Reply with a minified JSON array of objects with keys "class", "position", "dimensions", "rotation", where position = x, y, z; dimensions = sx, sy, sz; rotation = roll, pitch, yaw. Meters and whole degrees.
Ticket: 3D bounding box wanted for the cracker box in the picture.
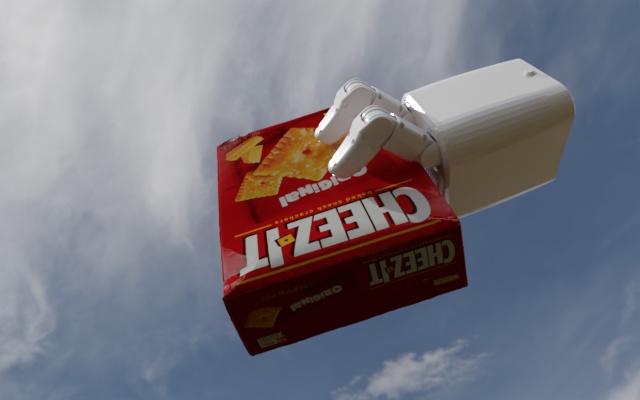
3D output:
[{"class":"cracker box","position":[0.000,0.001,0.401],"dimensions":[0.164,0.072,0.213],"rotation":[-18,36,-1]}]
